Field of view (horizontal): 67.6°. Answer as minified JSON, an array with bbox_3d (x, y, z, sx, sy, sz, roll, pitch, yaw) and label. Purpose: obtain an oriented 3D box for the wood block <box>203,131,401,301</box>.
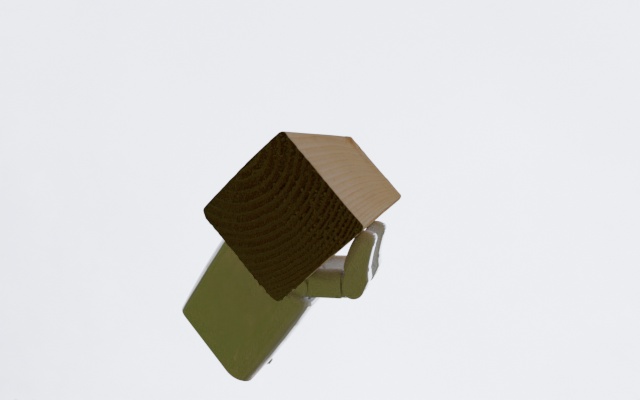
[{"bbox_3d":[0.000,0.001,0.431,0.090,0.091,0.206,-42,-6,16],"label":"wood block"}]
